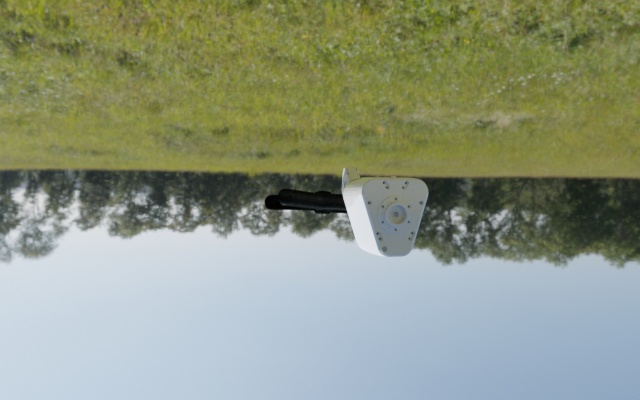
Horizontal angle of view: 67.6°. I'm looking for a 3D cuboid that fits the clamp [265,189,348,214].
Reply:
[{"bbox_3d":[0.000,0.003,0.748,0.171,0.039,0.120,1,1,-9],"label":"clamp"}]
